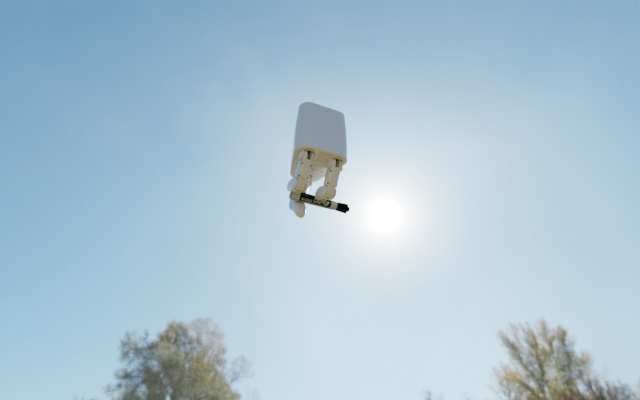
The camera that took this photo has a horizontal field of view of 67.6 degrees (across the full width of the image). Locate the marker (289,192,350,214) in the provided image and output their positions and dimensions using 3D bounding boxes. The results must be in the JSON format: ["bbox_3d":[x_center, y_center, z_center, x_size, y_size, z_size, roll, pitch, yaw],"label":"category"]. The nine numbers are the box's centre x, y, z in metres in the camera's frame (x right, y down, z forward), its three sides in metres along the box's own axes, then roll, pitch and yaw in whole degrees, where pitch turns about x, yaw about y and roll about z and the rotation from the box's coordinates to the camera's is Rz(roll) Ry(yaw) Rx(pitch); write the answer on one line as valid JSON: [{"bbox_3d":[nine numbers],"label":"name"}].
[{"bbox_3d":[0.000,0.003,0.893,0.121,0.020,0.020,15,-6,-22],"label":"marker"}]
